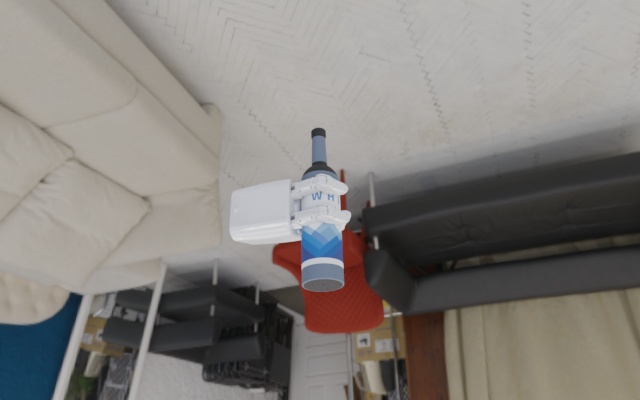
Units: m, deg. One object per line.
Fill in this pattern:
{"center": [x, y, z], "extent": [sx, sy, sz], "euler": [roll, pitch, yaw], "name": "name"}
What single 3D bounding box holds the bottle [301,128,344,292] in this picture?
{"center": [0.000, 0.003, 0.812], "extent": [0.069, 0.295, 0.069], "euler": [-1, -28, -1], "name": "bottle"}
